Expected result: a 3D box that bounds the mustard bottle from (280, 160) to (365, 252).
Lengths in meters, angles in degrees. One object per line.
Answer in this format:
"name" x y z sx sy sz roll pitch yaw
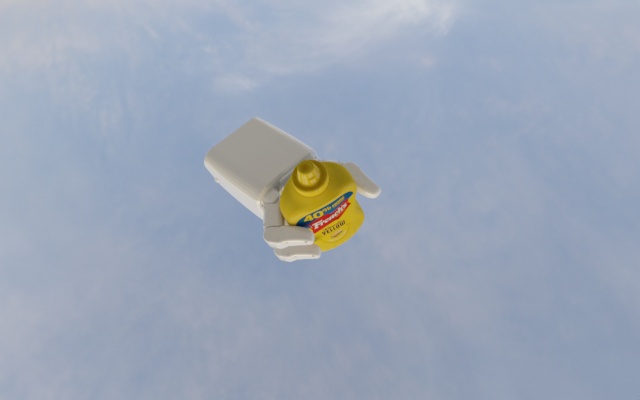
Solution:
"mustard bottle" 0.000 0.002 0.590 0.096 0.058 0.192 -28 -26 -2
